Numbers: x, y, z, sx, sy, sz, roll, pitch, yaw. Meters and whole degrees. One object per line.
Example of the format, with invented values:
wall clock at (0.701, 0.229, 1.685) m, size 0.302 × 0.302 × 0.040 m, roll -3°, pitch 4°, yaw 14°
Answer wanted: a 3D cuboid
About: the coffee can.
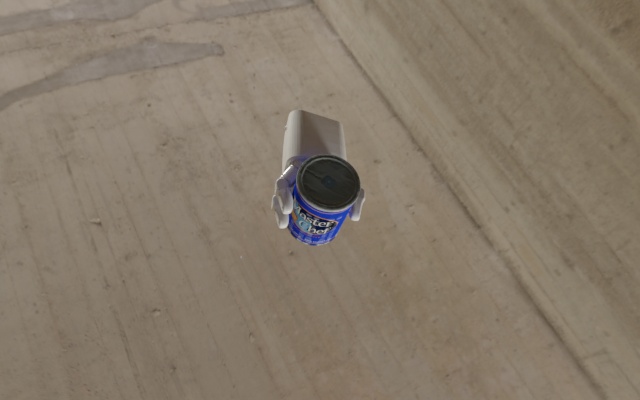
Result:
coffee can at (0.000, 0.003, 0.805) m, size 0.103 × 0.102 × 0.140 m, roll 0°, pitch -28°, yaw -13°
